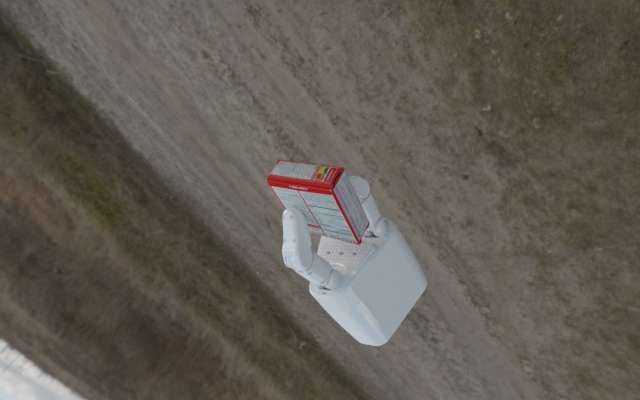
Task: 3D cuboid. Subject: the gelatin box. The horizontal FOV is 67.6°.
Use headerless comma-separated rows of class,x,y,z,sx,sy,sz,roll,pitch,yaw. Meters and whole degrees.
gelatin box,0.000,0.002,0.460,0.073,0.030,0.089,10,-32,32
